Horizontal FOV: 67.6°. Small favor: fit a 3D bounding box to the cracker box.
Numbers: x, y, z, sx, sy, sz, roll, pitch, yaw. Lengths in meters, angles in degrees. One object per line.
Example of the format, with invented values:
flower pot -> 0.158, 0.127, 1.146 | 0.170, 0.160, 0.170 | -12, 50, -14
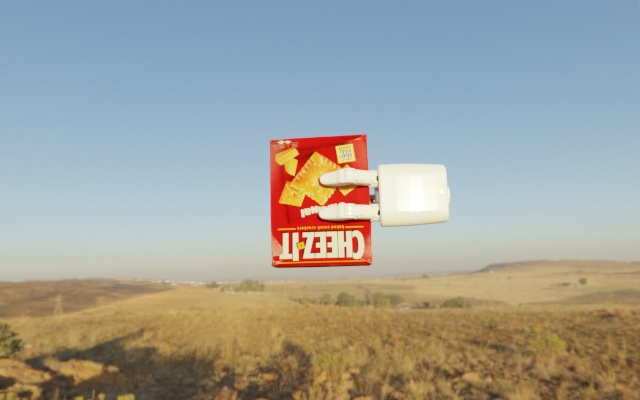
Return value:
cracker box -> 0.000, 0.002, 0.792 | 0.164, 0.213, 0.072 | -2, -9, 3
